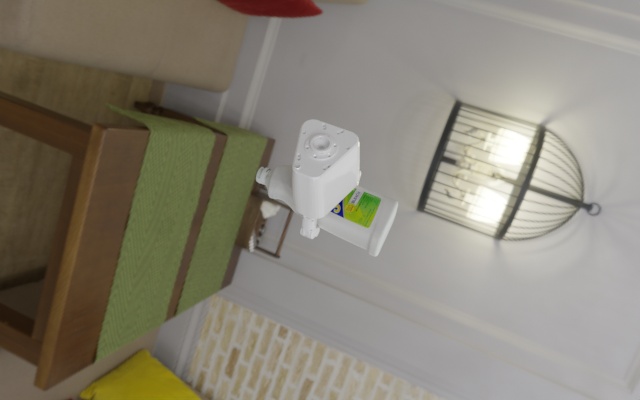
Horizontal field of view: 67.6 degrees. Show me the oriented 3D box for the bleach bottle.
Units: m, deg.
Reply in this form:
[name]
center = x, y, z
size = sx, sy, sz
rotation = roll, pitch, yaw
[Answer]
[bleach bottle]
center = 0.000, 0.003, 0.828
size = 0.251, 0.102, 0.068
rotation = 21, -32, 14
